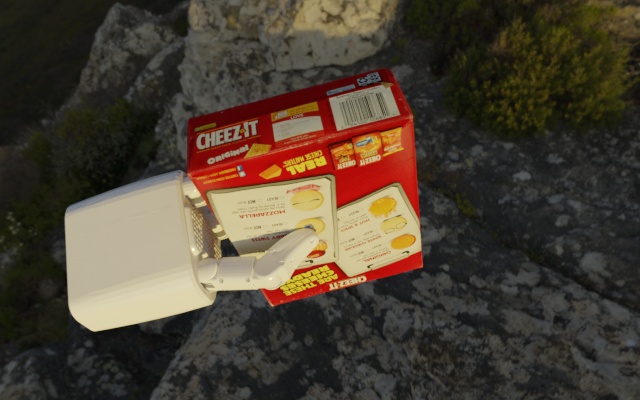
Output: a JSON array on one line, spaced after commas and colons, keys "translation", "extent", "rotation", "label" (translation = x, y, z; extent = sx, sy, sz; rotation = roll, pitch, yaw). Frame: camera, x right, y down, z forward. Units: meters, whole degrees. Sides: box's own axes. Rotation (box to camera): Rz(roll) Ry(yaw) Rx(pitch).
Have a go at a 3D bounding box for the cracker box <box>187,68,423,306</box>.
[{"translation": [0.000, 0.001, 0.427], "extent": [0.164, 0.072, 0.214], "rotation": [-15, -38, 3], "label": "cracker box"}]
